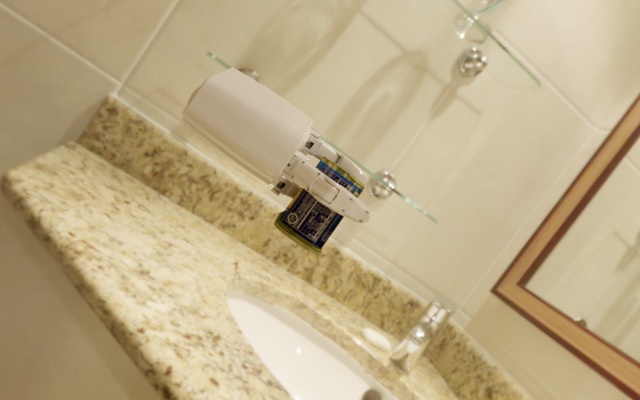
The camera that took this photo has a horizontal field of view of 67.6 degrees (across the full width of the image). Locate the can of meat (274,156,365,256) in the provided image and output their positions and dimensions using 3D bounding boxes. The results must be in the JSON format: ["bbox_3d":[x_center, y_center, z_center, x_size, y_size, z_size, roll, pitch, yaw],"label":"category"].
[{"bbox_3d":[0.000,0.001,0.502,0.057,0.084,0.102,35,4,-4],"label":"can of meat"}]
